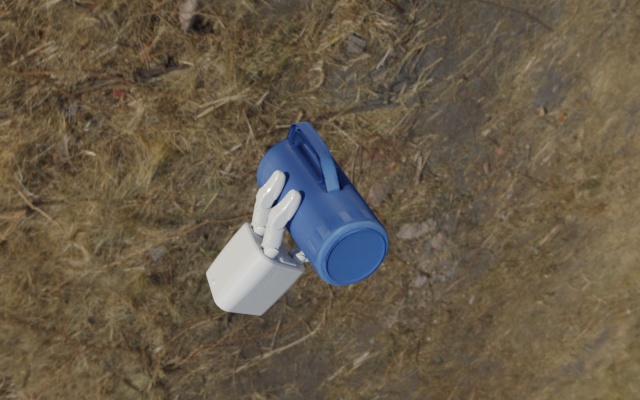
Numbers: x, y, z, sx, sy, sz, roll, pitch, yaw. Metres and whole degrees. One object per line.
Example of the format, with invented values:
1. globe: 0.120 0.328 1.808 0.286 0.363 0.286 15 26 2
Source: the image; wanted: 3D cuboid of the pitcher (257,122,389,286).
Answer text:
1. pitcher: 0.000 0.002 0.708 0.149 0.145 0.242 36 11 -39
